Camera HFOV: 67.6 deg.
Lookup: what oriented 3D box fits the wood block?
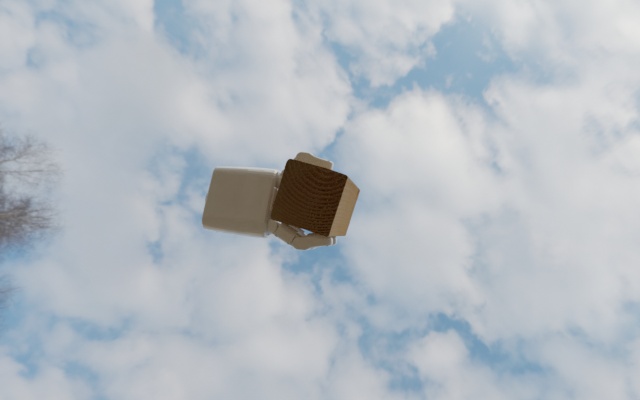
[{"bbox_3d":[0.000,0.002,0.751,0.090,0.091,0.206,17,-1,10],"label":"wood block"}]
